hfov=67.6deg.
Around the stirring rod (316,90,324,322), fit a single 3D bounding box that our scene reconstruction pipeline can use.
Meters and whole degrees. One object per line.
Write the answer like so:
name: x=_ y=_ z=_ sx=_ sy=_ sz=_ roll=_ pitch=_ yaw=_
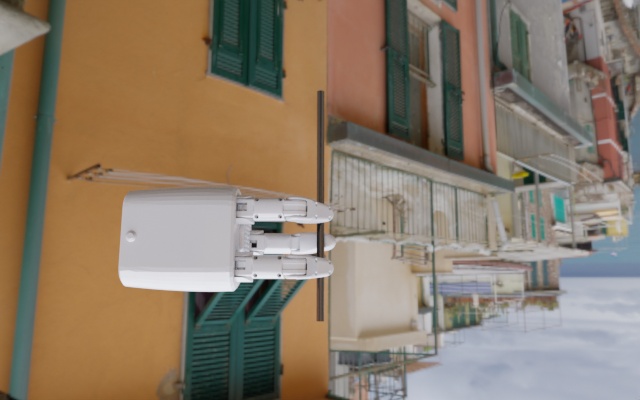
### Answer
stirring rod: x=0.000 y=0.002 z=0.495 sx=0.011 sy=0.239 sz=0.011 roll=0 pitch=-9 yaw=0
